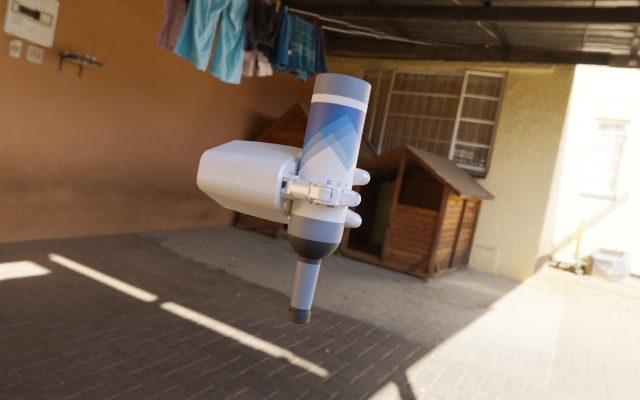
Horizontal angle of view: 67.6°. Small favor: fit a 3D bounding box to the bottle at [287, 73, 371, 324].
[{"bbox_3d":[0.000,0.002,0.576,0.069,0.296,0.069,11,2,0],"label":"bottle"}]
